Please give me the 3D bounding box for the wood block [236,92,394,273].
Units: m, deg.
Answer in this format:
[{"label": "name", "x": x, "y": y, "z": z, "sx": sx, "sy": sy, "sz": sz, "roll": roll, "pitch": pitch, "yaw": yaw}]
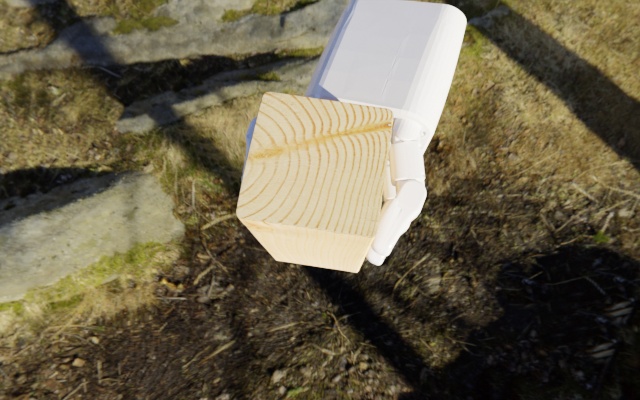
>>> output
[{"label": "wood block", "x": 0.000, "y": 0.001, "z": 0.403, "sx": 0.091, "sy": 0.090, "sz": 0.206, "roll": 9, "pitch": -14, "yaw": 4}]
